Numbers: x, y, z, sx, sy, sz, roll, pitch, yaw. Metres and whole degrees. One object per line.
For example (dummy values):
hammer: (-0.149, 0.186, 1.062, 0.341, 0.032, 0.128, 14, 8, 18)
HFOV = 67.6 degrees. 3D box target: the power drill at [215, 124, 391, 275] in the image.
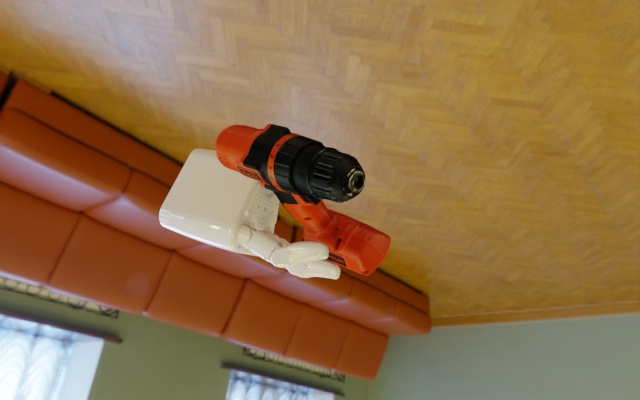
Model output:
power drill: (0.000, 0.002, 0.476, 0.184, 0.057, 0.188, 22, -21, 44)
